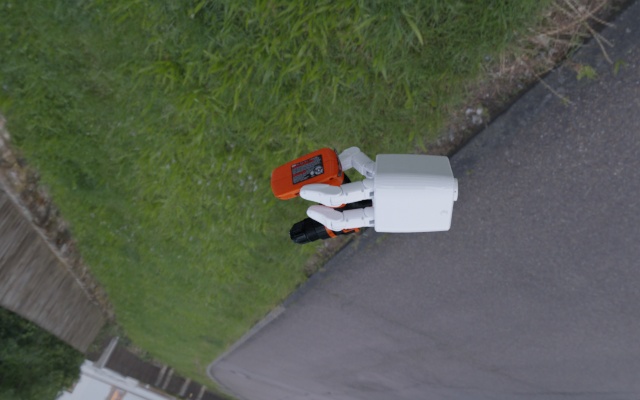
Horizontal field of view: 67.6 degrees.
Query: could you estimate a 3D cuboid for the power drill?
[{"bbox_3d":[0.000,0.002,0.758,0.184,0.057,0.188,-22,-33,17],"label":"power drill"}]
